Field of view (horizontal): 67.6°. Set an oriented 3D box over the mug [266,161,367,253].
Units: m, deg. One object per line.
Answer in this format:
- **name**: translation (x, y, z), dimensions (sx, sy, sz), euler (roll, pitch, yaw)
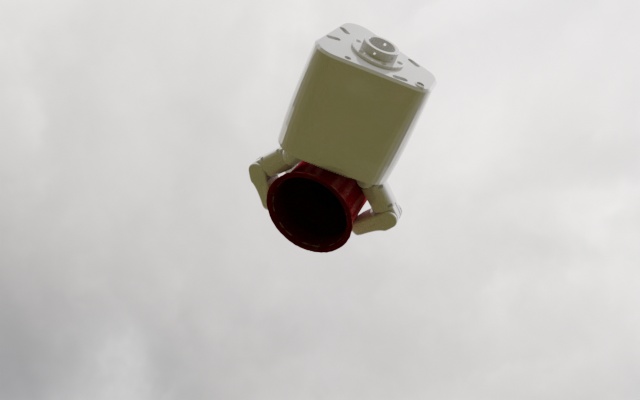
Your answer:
- **mug**: translation (0.000, 0.003, 0.504), dimensions (0.093, 0.117, 0.081), euler (31, 40, 7)
